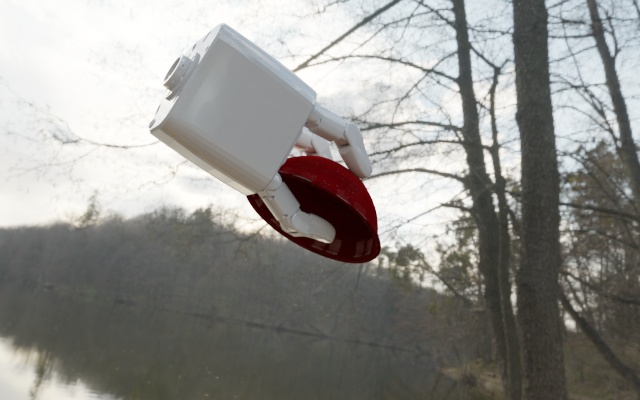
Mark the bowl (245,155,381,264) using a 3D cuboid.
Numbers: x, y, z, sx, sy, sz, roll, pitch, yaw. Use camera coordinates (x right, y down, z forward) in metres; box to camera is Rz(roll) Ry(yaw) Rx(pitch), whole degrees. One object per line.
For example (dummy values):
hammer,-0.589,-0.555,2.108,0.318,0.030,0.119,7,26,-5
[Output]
bowl,0.001,0.002,0.517,0.162,0.055,0.162,23,-27,13
